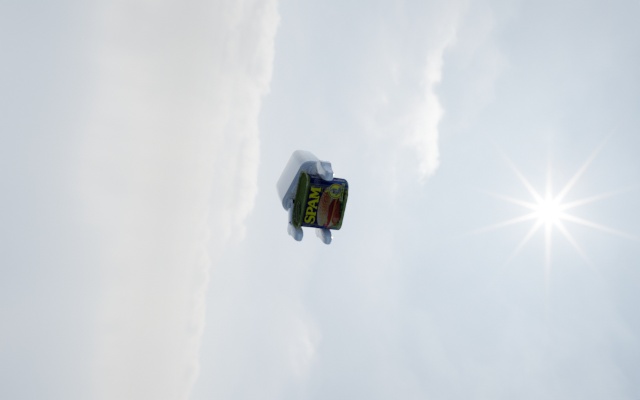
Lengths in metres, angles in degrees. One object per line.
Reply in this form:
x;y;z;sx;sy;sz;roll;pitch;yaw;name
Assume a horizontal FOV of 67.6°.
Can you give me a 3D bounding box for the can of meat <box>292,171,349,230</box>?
0.000;0.003;0.876;0.084;0.102;0.057;7;15;-18;can of meat
